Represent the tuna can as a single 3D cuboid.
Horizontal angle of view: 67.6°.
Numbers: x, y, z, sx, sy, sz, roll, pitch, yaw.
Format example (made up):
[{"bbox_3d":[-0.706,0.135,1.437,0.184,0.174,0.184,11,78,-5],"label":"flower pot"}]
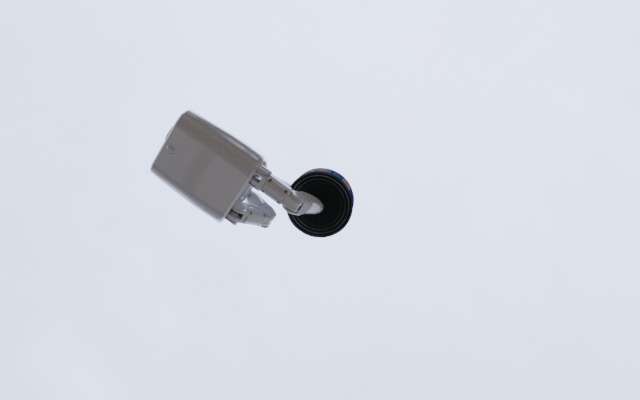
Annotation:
[{"bbox_3d":[0.000,0.002,0.613,0.086,0.086,0.033,0,14,8],"label":"tuna can"}]
